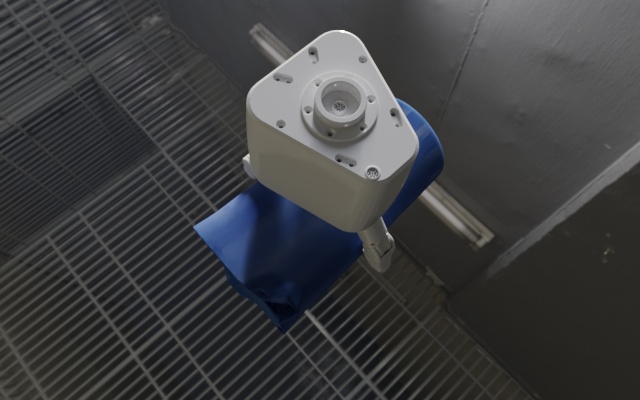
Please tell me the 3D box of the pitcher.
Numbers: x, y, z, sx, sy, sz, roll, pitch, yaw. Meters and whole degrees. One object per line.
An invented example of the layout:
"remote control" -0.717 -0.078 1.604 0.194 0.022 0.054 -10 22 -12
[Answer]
"pitcher" 0.000 0.002 0.489 0.243 0.149 0.145 -40 -12 -14
